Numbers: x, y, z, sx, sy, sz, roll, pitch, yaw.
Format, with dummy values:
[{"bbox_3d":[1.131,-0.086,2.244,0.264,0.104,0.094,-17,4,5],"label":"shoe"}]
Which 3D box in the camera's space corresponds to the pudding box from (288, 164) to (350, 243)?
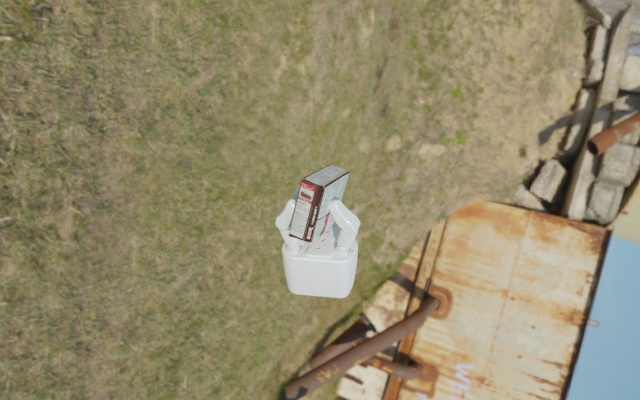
[{"bbox_3d":[0.000,0.002,0.699,0.039,0.090,0.113,19,20,15],"label":"pudding box"}]
